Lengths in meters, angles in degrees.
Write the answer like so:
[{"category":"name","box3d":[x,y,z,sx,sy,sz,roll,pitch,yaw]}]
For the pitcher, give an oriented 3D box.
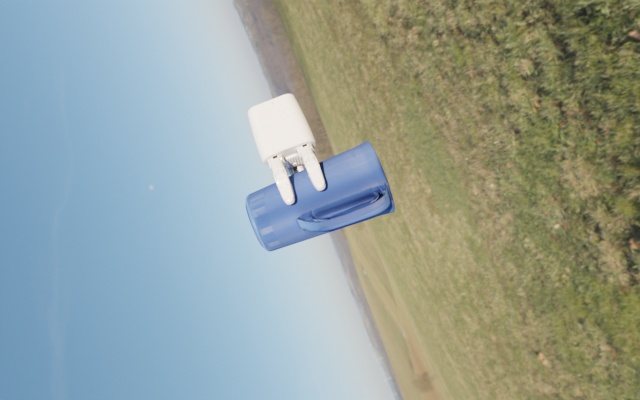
[{"category":"pitcher","box3d":[0.000,0.003,0.826,0.243,0.145,0.149,-21,-18,0]}]
